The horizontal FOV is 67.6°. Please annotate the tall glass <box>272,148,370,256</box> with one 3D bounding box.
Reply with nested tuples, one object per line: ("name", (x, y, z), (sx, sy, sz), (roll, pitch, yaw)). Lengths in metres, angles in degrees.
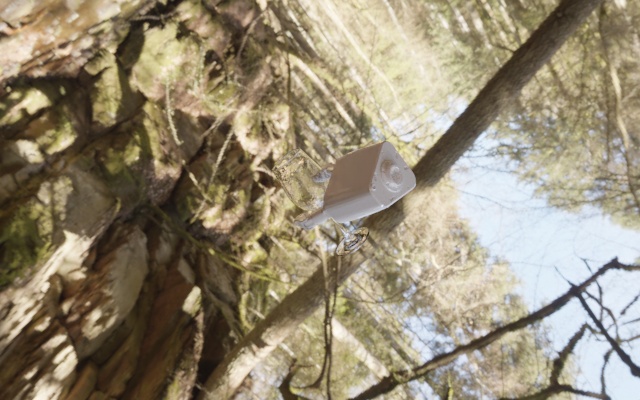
("tall glass", (0.000, 0.003, 0.849), (0.079, 0.201, 0.079), (-36, 17, 13))
